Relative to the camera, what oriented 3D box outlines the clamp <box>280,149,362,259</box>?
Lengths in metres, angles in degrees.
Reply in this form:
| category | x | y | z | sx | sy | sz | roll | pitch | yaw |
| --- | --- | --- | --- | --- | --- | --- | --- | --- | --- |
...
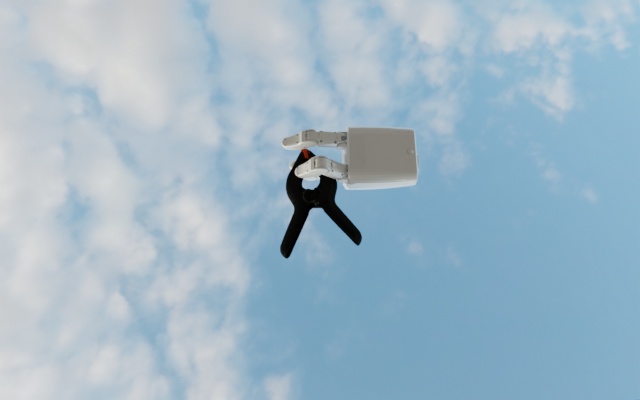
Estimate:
| category | x | y | z | sx | sy | sz | roll | pitch | yaw |
| --- | --- | --- | --- | --- | --- | --- | --- | --- | --- |
| clamp | 0.000 | 0.002 | 0.723 | 0.120 | 0.171 | 0.039 | 0 | -18 | 0 |
